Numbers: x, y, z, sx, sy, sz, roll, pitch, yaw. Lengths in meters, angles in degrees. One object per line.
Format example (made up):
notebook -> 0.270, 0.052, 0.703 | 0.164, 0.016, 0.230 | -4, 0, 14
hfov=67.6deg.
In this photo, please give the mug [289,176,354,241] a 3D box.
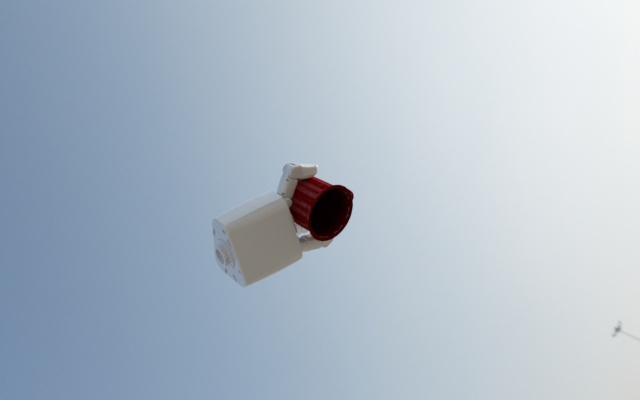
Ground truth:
mug -> 0.001, 0.002, 0.768 | 0.117, 0.093, 0.081 | -26, 35, -33
